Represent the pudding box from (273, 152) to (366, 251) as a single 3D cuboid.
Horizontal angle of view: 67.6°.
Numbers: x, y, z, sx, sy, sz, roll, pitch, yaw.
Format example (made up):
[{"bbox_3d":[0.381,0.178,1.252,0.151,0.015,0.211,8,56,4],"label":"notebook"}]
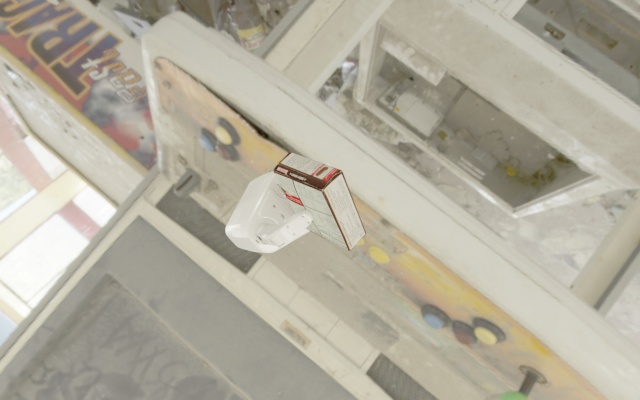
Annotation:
[{"bbox_3d":[0.000,0.002,0.584,0.090,0.039,0.114,22,-29,40],"label":"pudding box"}]
